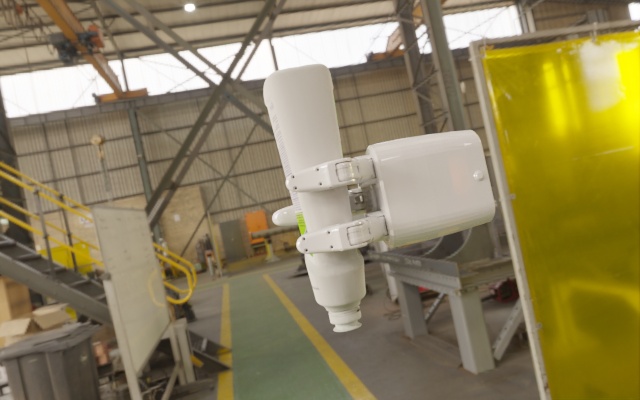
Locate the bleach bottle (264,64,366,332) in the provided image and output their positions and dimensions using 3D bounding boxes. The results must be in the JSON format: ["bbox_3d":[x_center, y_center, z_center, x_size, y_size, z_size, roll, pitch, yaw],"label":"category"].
[{"bbox_3d":[0.000,0.002,0.476,0.068,0.251,0.102,-12,-1,-6],"label":"bleach bottle"}]
